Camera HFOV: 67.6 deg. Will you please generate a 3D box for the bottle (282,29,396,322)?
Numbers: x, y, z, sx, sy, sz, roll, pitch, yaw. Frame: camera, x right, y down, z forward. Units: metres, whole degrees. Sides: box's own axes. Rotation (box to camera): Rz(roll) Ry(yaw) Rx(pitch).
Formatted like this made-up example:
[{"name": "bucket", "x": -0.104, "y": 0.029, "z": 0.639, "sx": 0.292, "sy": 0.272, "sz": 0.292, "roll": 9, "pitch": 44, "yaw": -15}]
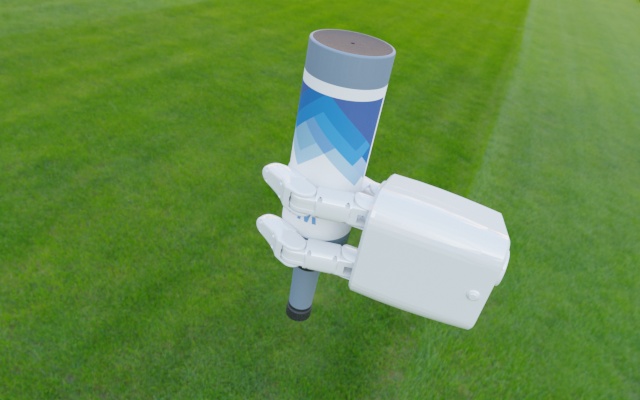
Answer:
[{"name": "bottle", "x": 0.000, "y": 0.001, "z": 0.441, "sx": 0.069, "sy": 0.296, "sz": 0.069, "roll": 8, "pitch": 33, "yaw": -5}]
